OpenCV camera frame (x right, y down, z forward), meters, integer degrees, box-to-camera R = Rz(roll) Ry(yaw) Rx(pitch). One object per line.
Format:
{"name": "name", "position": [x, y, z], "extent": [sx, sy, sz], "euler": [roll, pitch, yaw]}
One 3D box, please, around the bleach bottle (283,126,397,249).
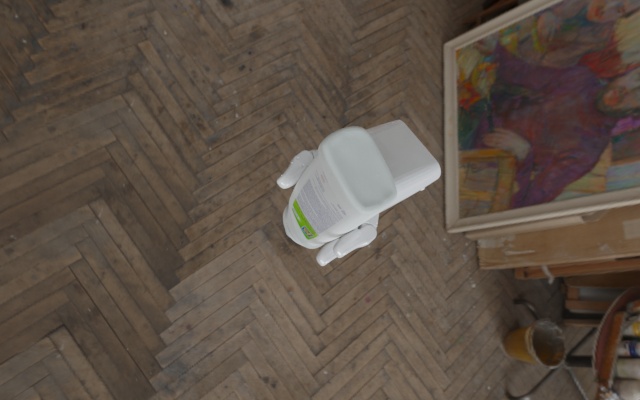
{"name": "bleach bottle", "position": [0.000, 0.002, 0.619], "extent": [0.068, 0.102, 0.251], "euler": [-25, -6, -26]}
